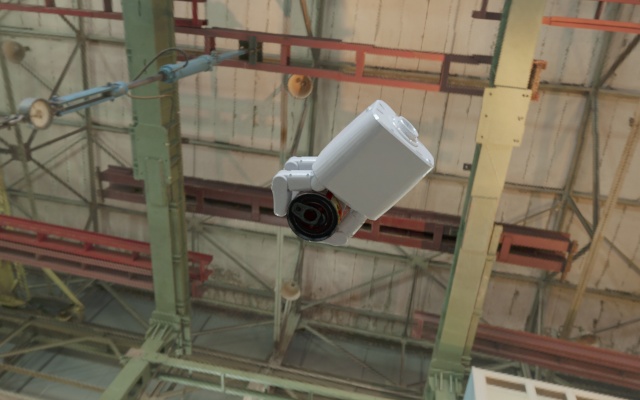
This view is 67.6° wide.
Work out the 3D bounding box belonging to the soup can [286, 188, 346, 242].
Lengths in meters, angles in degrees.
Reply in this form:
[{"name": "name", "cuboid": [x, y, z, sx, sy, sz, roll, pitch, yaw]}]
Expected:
[{"name": "soup can", "cuboid": [0.000, 0.002, 0.645, 0.068, 0.068, 0.102, 0, 23, 13]}]
